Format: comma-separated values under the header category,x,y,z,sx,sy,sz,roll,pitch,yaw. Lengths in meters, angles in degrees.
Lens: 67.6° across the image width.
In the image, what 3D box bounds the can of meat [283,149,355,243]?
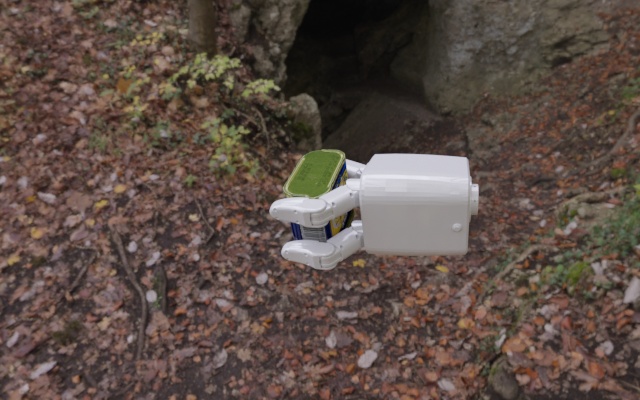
category,x,y,z,sx,sy,sz,roll,pitch,yaw
can of meat,0.000,0.001,0.540,0.057,0.084,0.102,3,37,17
